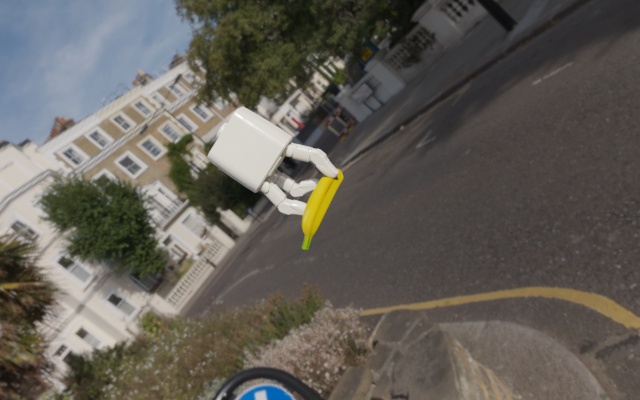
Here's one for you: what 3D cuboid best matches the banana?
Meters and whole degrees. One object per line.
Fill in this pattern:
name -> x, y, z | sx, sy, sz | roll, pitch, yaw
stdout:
banana -> 0.004, -0.006, 0.842 | 0.037, 0.197, 0.070 | 26, -42, 2
